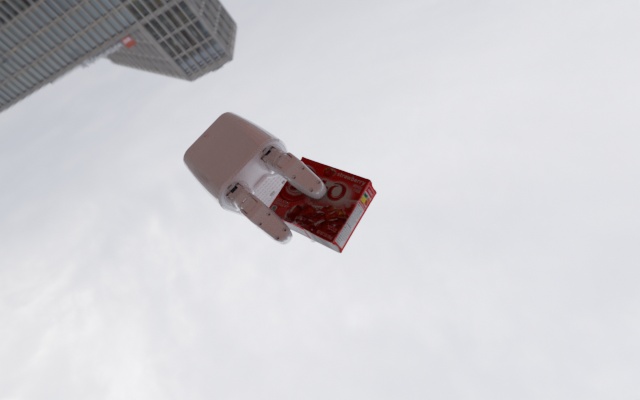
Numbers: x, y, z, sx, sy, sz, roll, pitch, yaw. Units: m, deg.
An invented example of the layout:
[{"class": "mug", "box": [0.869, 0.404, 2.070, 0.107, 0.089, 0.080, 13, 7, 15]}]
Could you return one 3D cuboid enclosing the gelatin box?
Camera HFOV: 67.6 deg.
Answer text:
[{"class": "gelatin box", "box": [0.001, 0.002, 0.479, 0.089, 0.073, 0.030, 23, -18, 33]}]
